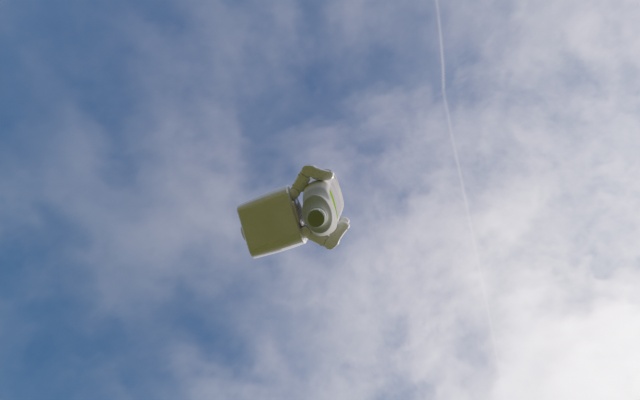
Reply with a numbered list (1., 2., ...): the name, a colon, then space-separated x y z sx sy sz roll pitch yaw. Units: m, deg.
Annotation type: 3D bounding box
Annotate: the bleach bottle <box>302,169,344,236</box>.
1. bleach bottle: 0.000 0.003 0.887 0.068 0.102 0.251 -19 6 7
